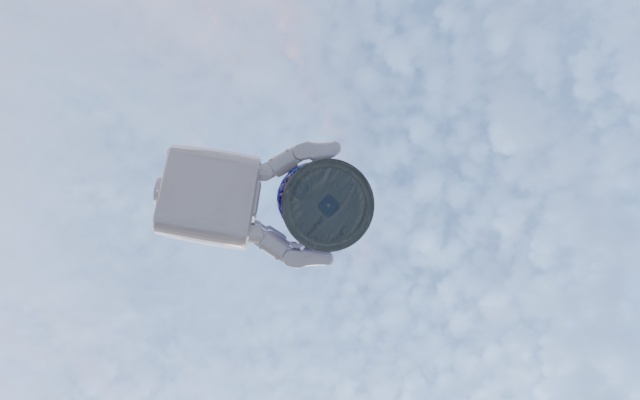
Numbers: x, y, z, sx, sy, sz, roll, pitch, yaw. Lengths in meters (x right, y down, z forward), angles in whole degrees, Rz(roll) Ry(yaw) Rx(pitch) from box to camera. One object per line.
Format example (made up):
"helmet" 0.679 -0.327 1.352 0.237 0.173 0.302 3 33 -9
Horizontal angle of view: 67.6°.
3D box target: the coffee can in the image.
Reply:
"coffee can" 0.000 0.002 0.587 0.103 0.103 0.140 0 3 -7
